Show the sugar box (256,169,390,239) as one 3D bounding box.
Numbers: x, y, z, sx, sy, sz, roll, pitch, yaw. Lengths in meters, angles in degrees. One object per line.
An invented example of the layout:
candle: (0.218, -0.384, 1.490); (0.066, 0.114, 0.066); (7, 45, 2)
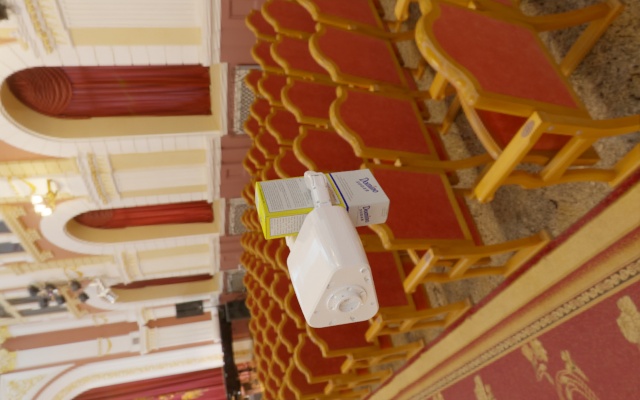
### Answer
sugar box: (0.000, 0.003, 0.684); (0.176, 0.048, 0.093); (-5, 35, -14)
